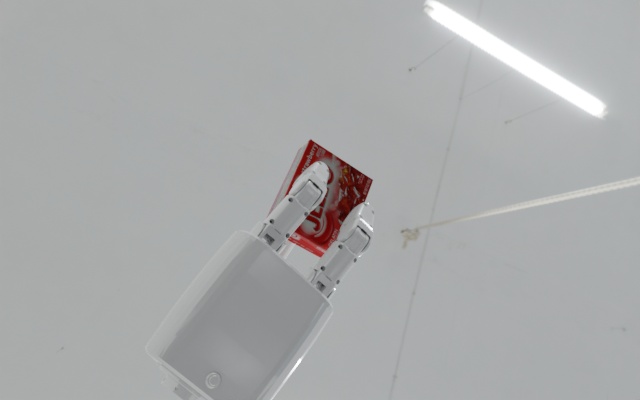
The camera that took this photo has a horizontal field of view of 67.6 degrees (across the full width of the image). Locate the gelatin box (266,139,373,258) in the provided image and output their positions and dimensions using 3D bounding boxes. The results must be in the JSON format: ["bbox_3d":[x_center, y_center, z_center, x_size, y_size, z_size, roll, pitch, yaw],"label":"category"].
[{"bbox_3d":[0.000,0.001,0.431,0.073,0.089,0.030,31,-28,-17],"label":"gelatin box"}]
